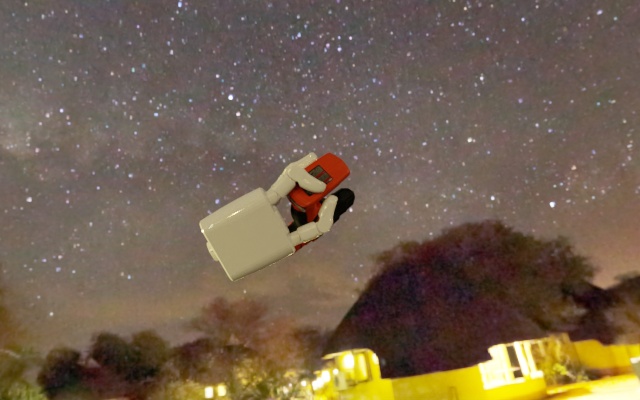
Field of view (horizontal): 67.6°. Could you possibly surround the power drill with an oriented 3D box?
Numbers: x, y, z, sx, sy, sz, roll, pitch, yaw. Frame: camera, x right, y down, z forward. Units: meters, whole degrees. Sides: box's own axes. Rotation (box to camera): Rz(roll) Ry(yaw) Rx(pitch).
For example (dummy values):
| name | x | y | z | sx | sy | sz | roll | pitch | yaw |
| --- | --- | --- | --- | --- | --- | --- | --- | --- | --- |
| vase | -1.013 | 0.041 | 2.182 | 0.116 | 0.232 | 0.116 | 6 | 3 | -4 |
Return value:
| name | x | y | z | sx | sy | sz | roll | pitch | yaw |
| --- | --- | --- | --- | --- | --- | --- | --- | --- | --- |
| power drill | 0.000 | 0.003 | 0.817 | 0.184 | 0.057 | 0.188 | -39 | -21 | -24 |
